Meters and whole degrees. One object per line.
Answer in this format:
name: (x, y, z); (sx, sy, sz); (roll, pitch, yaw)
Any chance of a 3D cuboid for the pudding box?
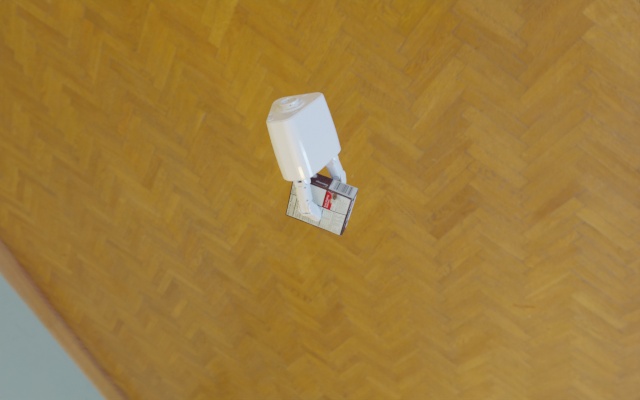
pudding box: (0.000, 0.003, 0.842); (0.113, 0.090, 0.039); (22, 39, 9)
